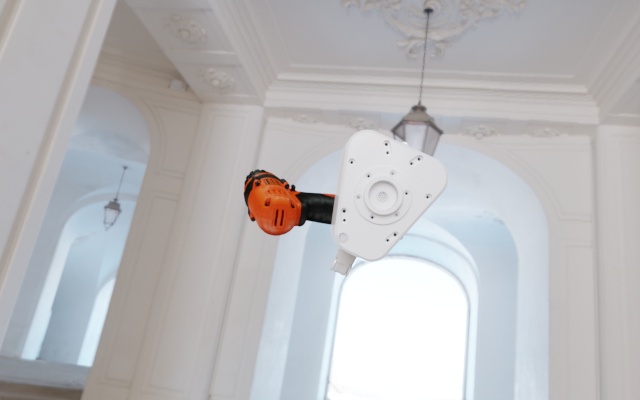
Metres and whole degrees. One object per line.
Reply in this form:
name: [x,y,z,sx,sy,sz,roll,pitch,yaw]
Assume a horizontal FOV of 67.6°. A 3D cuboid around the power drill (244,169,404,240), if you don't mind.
power drill: [0.001,0.002,0.589,0.187,0.057,0.184,3,15,-15]
